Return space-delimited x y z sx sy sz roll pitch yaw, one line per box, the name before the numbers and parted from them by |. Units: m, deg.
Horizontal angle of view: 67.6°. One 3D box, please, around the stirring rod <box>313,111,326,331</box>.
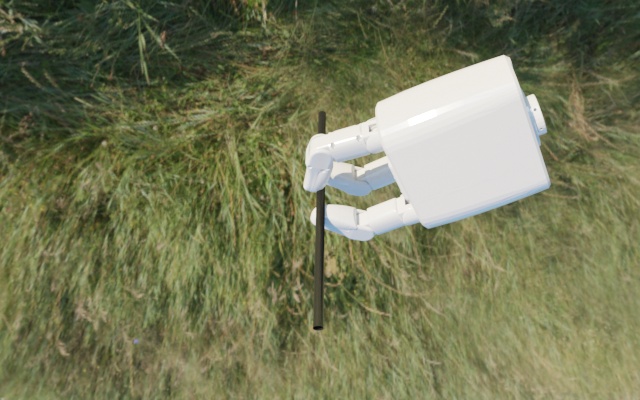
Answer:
stirring rod | 0.000 0.001 0.428 0.011 0.239 0.011 1 -39 1
